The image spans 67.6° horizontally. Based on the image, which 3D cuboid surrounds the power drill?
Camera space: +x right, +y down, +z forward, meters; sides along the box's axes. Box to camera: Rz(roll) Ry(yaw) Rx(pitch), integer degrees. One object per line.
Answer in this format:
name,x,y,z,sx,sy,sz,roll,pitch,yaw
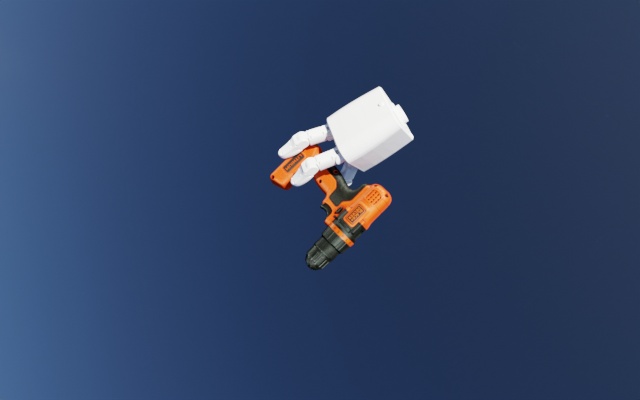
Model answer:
power drill,0.000,0.002,0.831,0.187,0.184,0.057,45,-3,18
